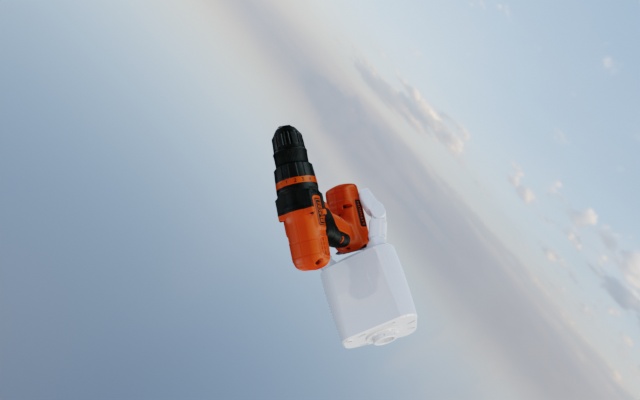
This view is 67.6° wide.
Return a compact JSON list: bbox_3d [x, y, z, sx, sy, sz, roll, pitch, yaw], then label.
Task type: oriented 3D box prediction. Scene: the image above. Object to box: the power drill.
[{"bbox_3d":[0.000,0.002,0.647,0.057,0.184,0.188,-15,-12,24],"label":"power drill"}]
